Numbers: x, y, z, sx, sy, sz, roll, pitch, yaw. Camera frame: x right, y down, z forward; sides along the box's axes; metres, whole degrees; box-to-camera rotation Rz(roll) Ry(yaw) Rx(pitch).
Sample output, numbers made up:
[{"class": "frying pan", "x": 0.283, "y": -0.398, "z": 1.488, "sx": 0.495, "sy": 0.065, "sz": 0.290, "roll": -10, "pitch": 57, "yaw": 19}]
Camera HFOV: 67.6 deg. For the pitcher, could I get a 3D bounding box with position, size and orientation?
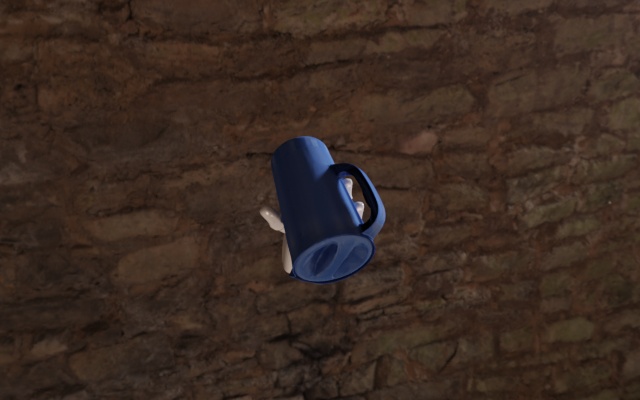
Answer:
[{"class": "pitcher", "x": 0.000, "y": 0.003, "z": 0.801, "sx": 0.149, "sy": 0.242, "sz": 0.145, "roll": -8, "pitch": -38, "yaw": -15}]
